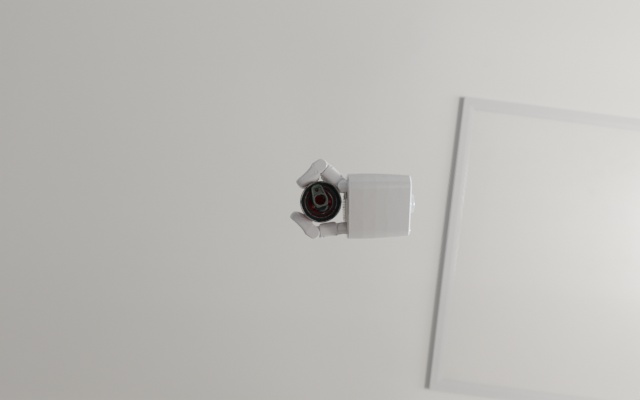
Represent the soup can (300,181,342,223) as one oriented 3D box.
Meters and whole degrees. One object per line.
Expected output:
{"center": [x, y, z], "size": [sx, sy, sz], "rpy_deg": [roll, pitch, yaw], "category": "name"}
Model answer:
{"center": [0.000, 0.003, 0.821], "size": [0.068, 0.068, 0.102], "rpy_deg": [0, -1, -1], "category": "soup can"}
